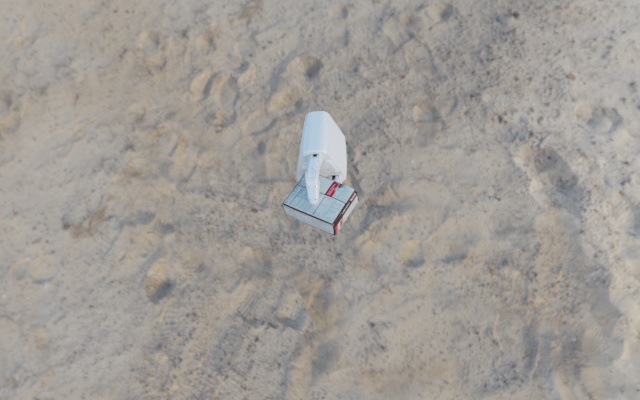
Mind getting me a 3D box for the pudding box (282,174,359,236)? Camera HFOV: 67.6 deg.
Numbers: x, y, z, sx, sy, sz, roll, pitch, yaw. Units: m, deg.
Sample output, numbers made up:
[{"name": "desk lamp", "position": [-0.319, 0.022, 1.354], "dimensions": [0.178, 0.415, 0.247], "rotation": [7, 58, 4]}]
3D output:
[{"name": "pudding box", "position": [0.000, 0.003, 0.879], "dimensions": [0.113, 0.090, 0.039], "rotation": [22, -29, 25]}]
